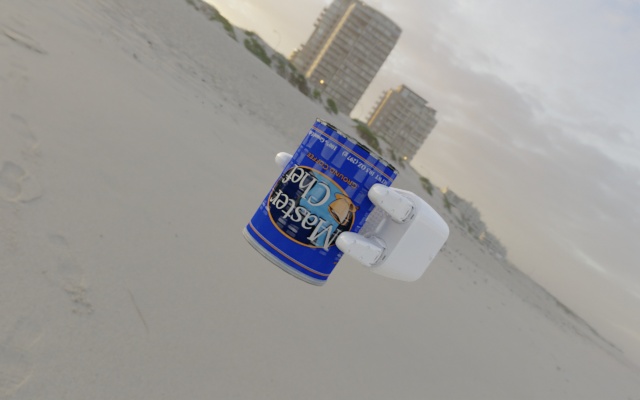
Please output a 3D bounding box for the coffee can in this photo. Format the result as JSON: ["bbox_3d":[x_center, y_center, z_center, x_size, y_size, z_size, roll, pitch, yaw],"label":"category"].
[{"bbox_3d":[0.000,0.002,0.494,0.103,0.140,0.103,34,4,-3],"label":"coffee can"}]
